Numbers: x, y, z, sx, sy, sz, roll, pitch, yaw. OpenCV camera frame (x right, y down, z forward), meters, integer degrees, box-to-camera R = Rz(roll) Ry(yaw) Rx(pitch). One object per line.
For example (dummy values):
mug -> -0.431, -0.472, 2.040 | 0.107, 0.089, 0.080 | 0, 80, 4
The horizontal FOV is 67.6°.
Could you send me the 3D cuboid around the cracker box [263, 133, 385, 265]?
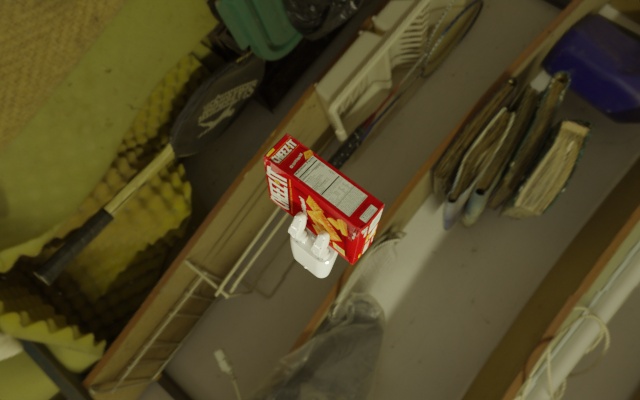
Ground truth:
cracker box -> 0.000, 0.003, 0.851 | 0.213, 0.072, 0.164 | 37, -22, 15
